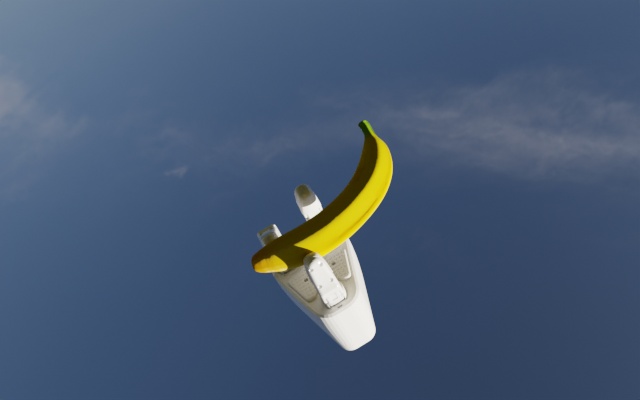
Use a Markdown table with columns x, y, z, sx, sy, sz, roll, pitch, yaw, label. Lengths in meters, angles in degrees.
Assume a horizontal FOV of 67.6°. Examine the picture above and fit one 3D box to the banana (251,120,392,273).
| x | y | z | sx | sy | sz | roll | pitch | yaw | label |
| --- | --- | --- | --- | --- | --- | --- | --- | --- | --- |
| 0.016 | 0.006 | 0.476 | 0.069 | 0.197 | 0.037 | 26 | -22 | 33 | banana |
